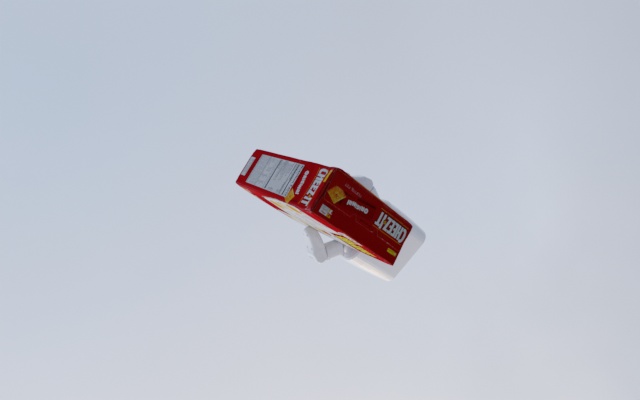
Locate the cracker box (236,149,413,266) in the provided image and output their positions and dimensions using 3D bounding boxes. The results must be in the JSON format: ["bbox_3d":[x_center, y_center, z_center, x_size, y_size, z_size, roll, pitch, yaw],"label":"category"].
[{"bbox_3d":[0.000,0.002,0.680,0.164,0.072,0.213,34,-9,-35],"label":"cracker box"}]
